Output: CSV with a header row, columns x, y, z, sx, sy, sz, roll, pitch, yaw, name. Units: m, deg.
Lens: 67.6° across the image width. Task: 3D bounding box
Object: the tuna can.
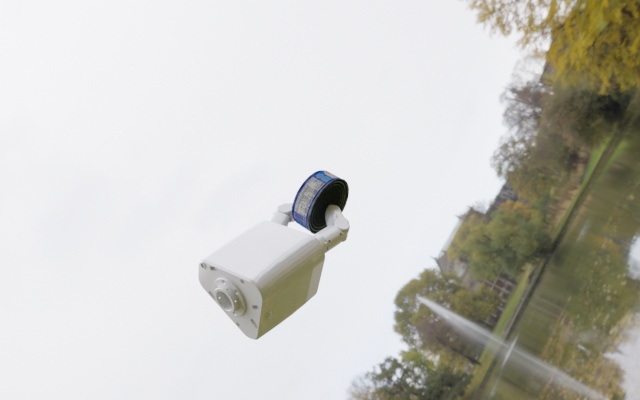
x,y,z,sx,sy,sz,roll,pitch,yaw,name
0.000,0.002,0.658,0.033,0.086,0.086,30,16,29,tuna can
